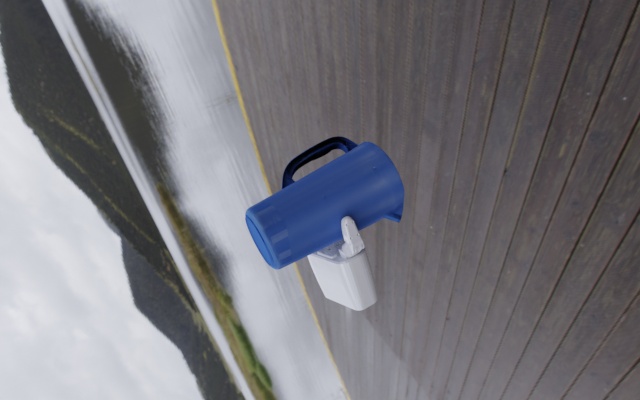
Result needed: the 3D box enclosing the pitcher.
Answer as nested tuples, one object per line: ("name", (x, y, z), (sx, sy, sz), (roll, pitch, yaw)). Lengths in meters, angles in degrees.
("pitcher", (0.000, 0.003, 0.782), (0.243, 0.145, 0.149), (-27, 26, -17))
